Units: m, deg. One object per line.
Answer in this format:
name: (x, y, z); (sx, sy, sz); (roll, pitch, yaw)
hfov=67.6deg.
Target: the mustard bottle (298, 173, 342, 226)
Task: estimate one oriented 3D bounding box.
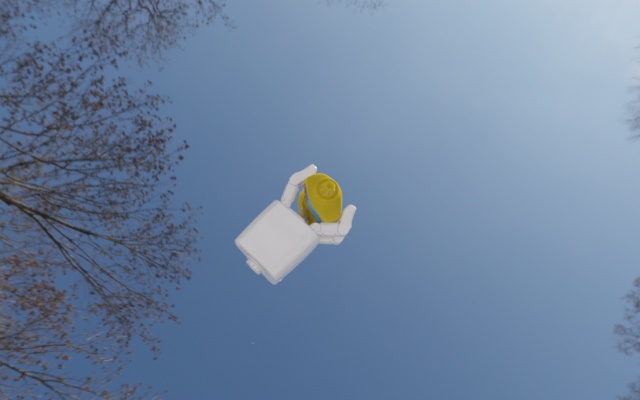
mustard bottle: (0.000, 0.003, 0.874); (0.058, 0.096, 0.192); (-19, -13, -13)
